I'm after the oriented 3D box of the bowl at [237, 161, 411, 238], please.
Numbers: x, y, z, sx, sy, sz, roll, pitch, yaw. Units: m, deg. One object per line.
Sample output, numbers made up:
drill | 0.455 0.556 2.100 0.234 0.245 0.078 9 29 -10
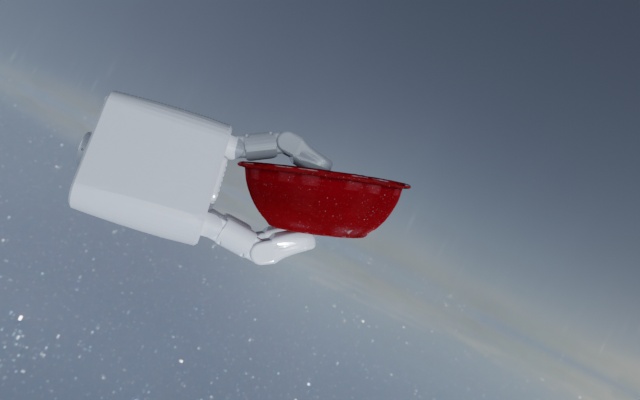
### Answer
bowl | 0.001 0.002 0.447 0.162 0.055 0.162 7 1 0
